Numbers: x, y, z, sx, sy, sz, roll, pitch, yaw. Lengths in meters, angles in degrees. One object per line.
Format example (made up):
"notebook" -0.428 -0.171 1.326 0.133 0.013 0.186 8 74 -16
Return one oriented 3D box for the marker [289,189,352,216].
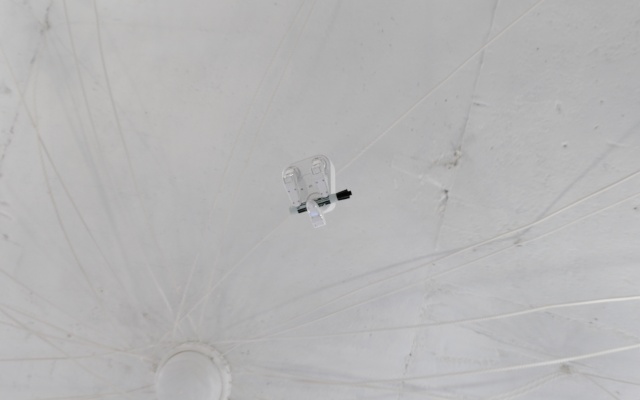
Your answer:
"marker" 0.000 0.003 0.889 0.121 0.020 0.020 -17 -3 8
